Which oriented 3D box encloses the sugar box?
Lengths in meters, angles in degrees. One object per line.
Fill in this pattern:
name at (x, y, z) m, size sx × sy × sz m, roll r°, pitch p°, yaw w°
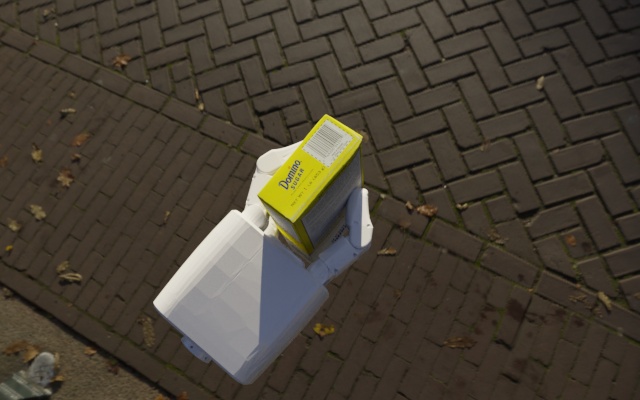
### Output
sugar box at (0.000, 0.001, 0.461) m, size 0.048 × 0.093 × 0.176 m, roll 37°, pitch -13°, yaw 14°
